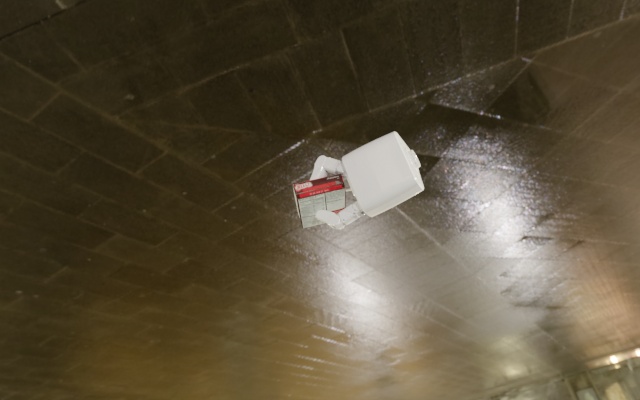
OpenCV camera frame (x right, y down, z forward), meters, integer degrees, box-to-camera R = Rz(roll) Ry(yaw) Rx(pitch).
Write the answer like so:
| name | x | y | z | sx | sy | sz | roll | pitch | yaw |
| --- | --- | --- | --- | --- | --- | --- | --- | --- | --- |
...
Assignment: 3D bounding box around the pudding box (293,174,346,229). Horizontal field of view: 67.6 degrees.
| name | x | y | z | sx | sy | sz | roll | pitch | yaw |
| --- | --- | --- | --- | --- | --- | --- | --- | --- | --- |
| pudding box | 0.000 | 0.003 | 0.880 | 0.090 | 0.039 | 0.114 | -12 | -34 | -4 |
